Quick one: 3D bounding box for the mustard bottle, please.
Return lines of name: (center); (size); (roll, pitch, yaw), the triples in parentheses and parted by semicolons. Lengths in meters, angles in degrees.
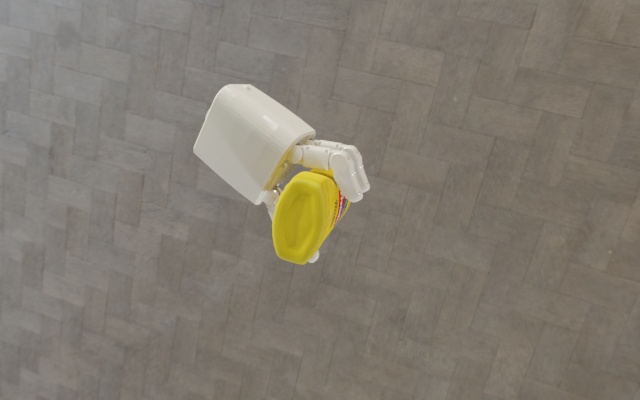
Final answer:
mustard bottle: (0.000, 0.002, 0.582); (0.058, 0.096, 0.191); (14, 16, 11)
